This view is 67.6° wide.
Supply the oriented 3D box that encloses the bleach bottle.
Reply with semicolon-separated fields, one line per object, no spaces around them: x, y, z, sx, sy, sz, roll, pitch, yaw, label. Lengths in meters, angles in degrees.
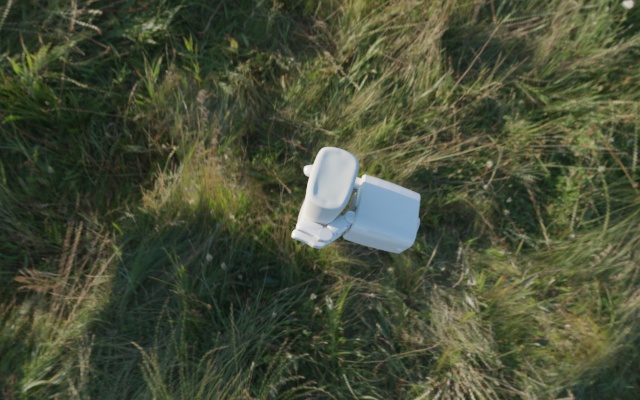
0.000;0.003;0.826;0.068;0.102;0.251;18;-18;-3;bleach bottle
